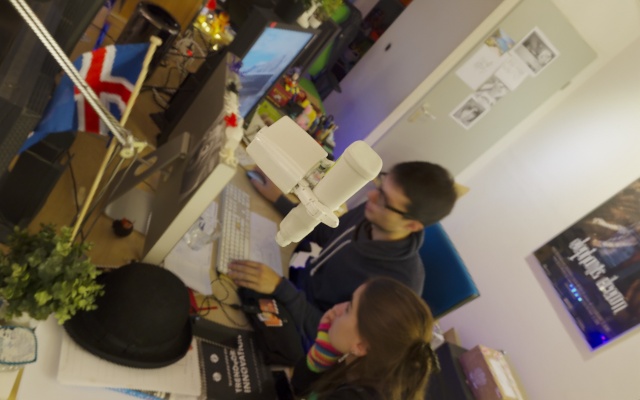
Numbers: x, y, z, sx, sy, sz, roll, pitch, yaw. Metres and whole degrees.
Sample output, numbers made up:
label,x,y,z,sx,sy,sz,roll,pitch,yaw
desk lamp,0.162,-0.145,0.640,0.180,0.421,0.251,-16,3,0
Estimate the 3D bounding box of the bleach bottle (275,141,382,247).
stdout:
label,x,y,z,sx,sy,sz,roll,pitch,yaw
bleach bottle,0.000,0.003,0.863,0.251,0.068,0.102,-45,1,27
